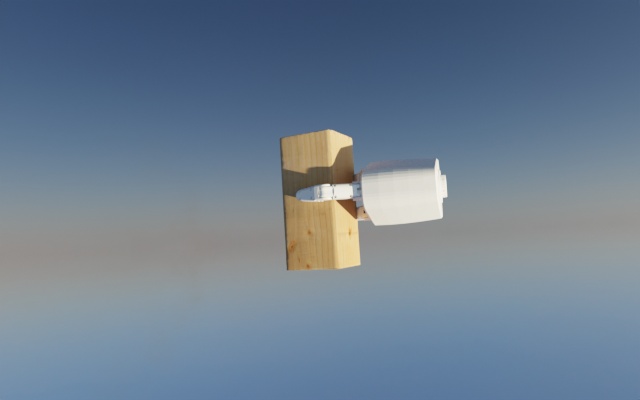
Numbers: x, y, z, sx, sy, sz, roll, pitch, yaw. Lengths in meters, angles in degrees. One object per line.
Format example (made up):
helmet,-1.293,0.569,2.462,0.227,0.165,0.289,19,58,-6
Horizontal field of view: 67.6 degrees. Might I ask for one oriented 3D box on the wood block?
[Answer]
wood block,0.000,0.003,0.753,0.090,0.206,0.091,-6,-5,26
